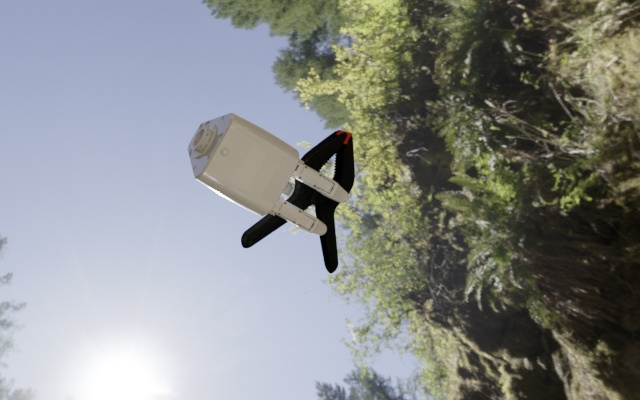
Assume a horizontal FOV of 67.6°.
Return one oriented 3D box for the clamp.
[{"bbox_3d":[0.000,0.001,0.687,0.165,0.210,0.036,30,-1,-35],"label":"clamp"}]
